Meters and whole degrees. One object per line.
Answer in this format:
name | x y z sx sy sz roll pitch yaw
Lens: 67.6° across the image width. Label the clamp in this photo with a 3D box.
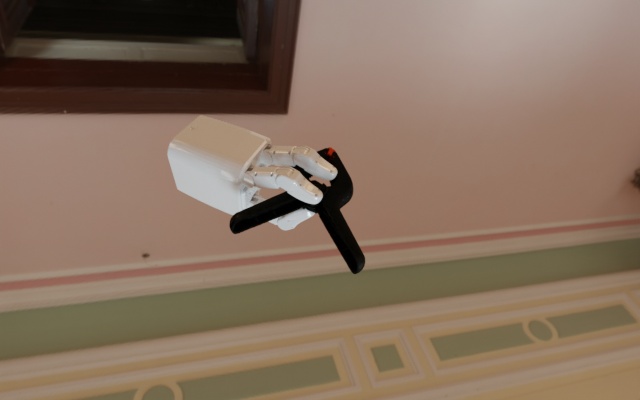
clamp | 0.000 0.002 0.621 0.164 0.036 0.210 24 41 5
